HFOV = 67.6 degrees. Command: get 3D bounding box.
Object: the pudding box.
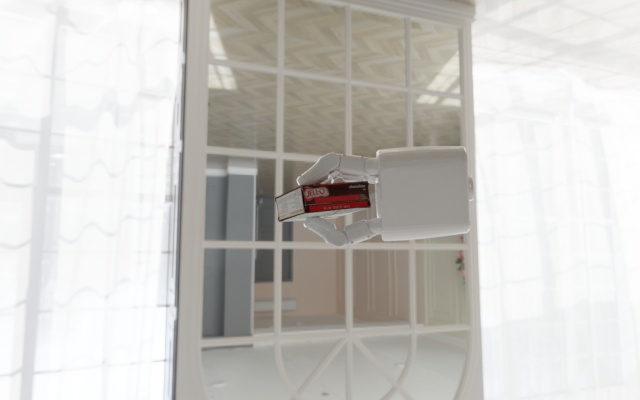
[{"bbox_3d":[0.000,0.002,0.618,0.090,0.039,0.113,-4,-8,-22],"label":"pudding box"}]
